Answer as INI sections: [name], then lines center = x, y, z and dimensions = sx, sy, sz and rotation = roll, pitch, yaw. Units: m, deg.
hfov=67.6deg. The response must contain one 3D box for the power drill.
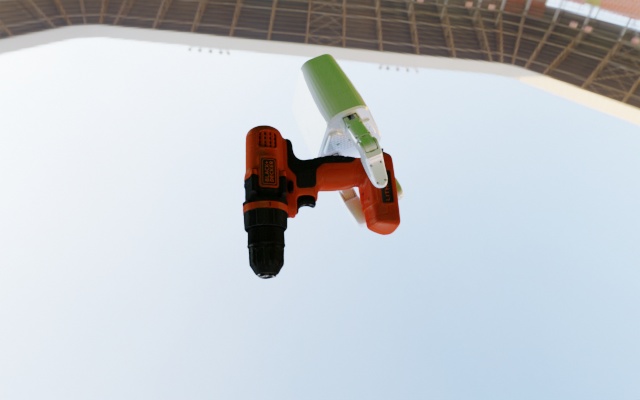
[power drill]
center = 0.000, 0.002, 0.574
dimensions = 0.187, 0.184, 0.057
rotation = 3, -19, -19
